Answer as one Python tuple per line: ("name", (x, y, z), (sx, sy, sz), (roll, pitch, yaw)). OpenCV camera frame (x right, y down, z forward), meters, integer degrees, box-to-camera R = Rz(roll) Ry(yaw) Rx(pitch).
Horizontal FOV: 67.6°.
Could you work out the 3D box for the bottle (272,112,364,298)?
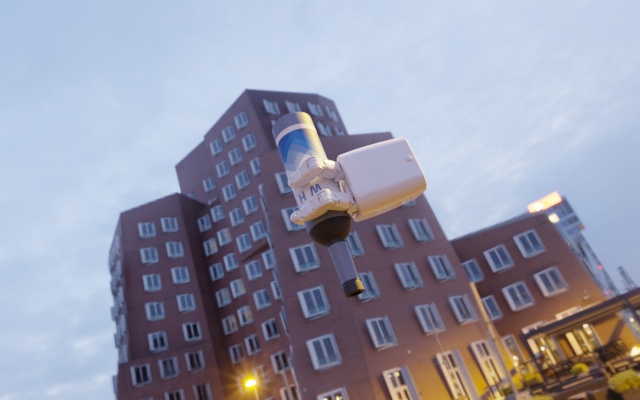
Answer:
("bottle", (0.000, 0.002, 0.708), (0.069, 0.295, 0.069), (-17, -26, -8))
